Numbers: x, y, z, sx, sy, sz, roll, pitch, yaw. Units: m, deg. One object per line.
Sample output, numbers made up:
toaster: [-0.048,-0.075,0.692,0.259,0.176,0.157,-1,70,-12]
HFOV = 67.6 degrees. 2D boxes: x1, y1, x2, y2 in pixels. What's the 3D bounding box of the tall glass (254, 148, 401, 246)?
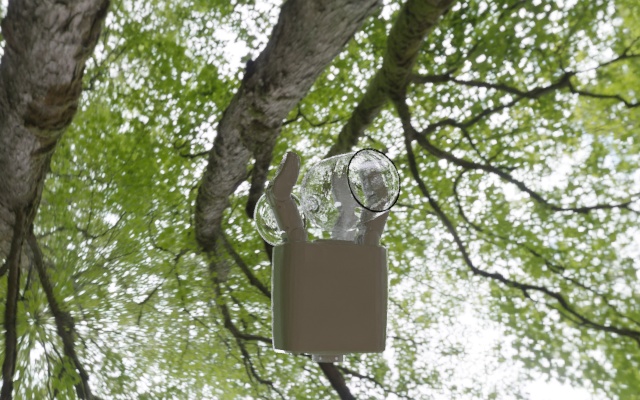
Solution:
tall glass: [0.000,0.002,0.521,0.079,0.079,0.201,0,-12,-31]
